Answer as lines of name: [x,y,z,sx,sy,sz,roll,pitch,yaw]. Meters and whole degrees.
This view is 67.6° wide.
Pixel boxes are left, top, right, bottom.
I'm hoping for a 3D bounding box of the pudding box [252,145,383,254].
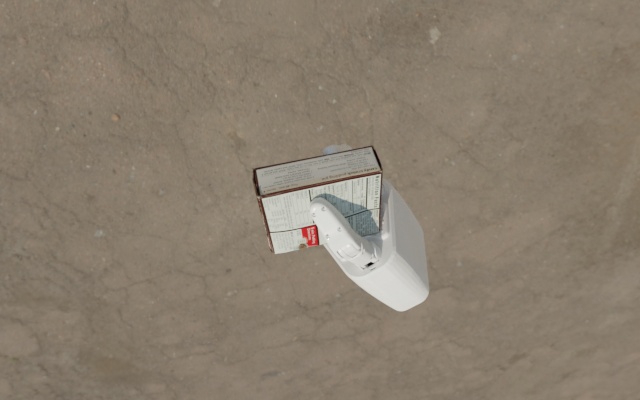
pudding box: [0.000,0.002,0.443,0.113,0.039,0.090,-13,-41,-6]
